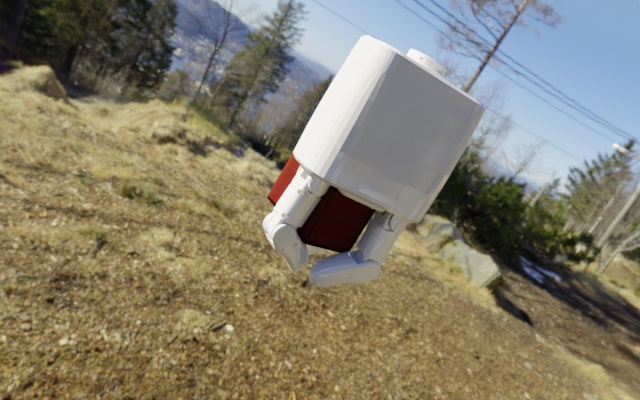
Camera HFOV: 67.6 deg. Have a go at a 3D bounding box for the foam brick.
[{"bbox_3d":[0.000,0.001,0.415,0.053,0.051,0.078,18,18,-39],"label":"foam brick"}]
